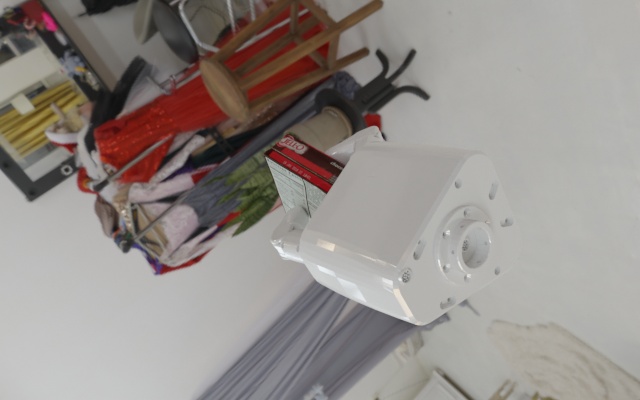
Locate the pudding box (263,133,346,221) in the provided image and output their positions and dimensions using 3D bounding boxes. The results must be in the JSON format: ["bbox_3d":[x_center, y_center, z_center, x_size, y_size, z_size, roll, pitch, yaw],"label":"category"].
[{"bbox_3d":[0.000,0.002,0.450,0.039,0.114,0.090,-40,53,-22],"label":"pudding box"}]
